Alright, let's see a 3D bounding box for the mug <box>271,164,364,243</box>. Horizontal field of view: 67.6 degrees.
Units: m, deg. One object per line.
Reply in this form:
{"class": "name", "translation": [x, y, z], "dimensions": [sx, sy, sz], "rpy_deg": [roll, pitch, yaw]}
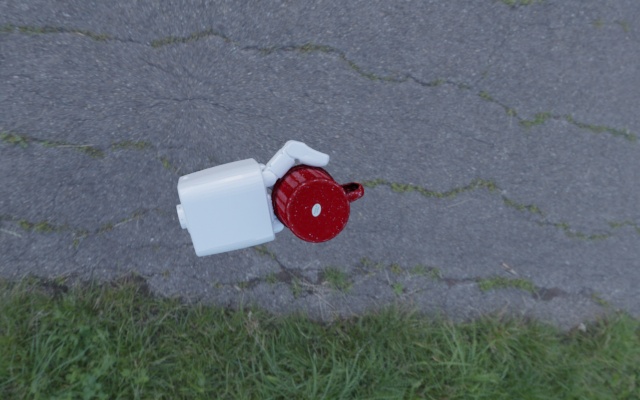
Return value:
{"class": "mug", "translation": [0.002, 0.002, 0.606], "dimensions": [0.117, 0.093, 0.081], "rpy_deg": [-15, 15, -10]}
